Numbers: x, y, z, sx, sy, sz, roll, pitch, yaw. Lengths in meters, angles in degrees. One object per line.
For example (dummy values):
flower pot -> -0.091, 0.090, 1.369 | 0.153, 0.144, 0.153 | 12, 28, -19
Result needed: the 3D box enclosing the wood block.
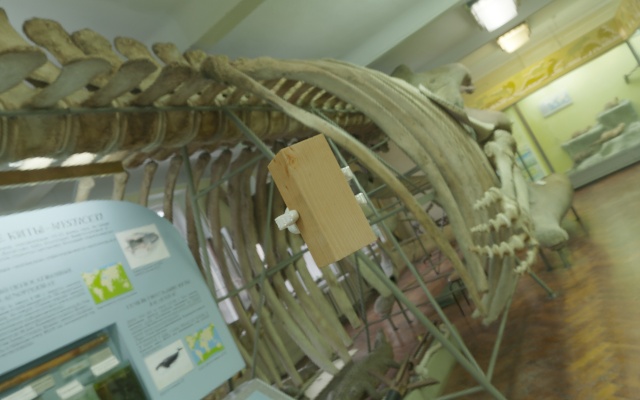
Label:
wood block -> 0.000, 0.003, 0.835 | 0.091, 0.206, 0.090 | -25, -5, -26
